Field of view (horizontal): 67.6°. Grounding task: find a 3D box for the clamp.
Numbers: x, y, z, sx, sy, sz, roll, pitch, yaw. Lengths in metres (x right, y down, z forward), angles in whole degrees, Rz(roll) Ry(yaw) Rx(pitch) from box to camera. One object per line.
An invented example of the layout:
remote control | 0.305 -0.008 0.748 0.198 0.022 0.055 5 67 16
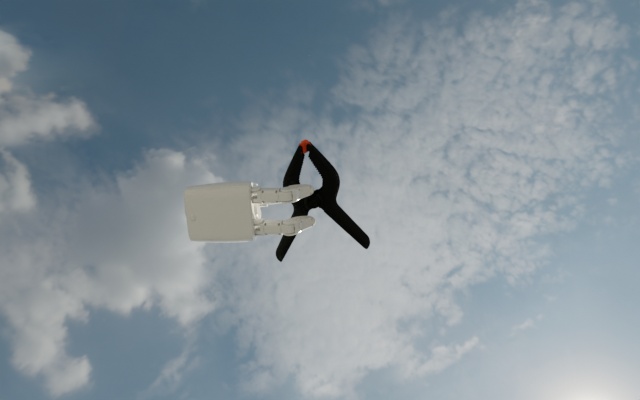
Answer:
clamp | 0.000 0.002 0.804 0.164 0.210 0.036 -3 17 0
